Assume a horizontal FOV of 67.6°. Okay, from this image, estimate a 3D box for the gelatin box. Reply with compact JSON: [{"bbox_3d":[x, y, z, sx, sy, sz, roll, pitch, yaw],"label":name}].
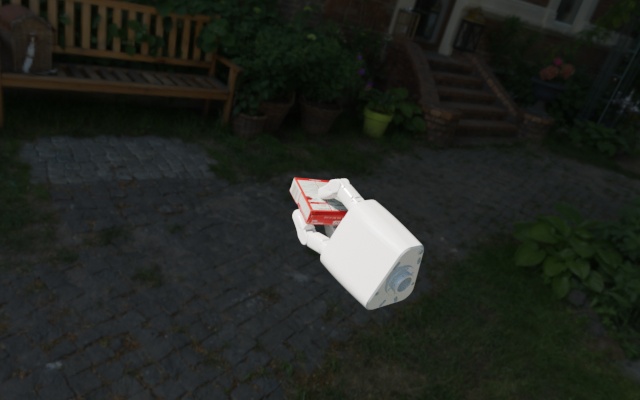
[{"bbox_3d":[0.000,0.002,0.755,0.073,0.030,0.089,3,36,-28],"label":"gelatin box"}]
